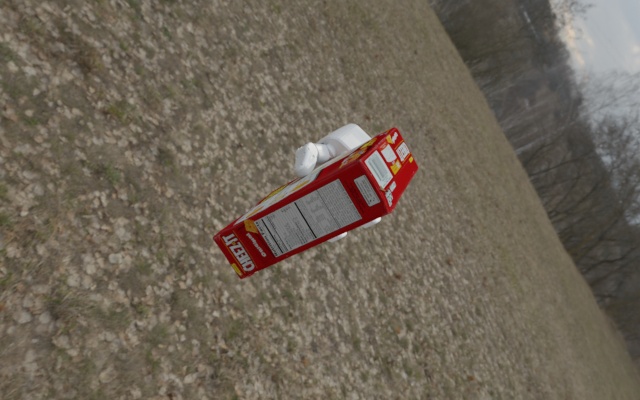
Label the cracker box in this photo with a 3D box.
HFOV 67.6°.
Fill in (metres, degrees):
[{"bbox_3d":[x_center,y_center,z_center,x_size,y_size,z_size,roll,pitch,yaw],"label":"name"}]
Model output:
[{"bbox_3d":[0.000,0.002,0.584,0.214,0.072,0.164,-27,8,28],"label":"cracker box"}]
